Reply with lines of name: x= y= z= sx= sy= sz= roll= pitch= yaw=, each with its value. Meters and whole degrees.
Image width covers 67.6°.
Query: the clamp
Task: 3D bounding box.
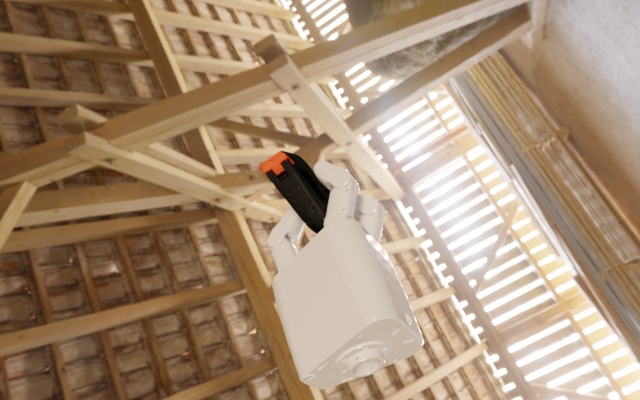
clamp: x=-0.001 y=0.002 z=0.528 sx=0.036 sy=0.164 sz=0.210 roll=-34 pitch=-44 yaw=10
